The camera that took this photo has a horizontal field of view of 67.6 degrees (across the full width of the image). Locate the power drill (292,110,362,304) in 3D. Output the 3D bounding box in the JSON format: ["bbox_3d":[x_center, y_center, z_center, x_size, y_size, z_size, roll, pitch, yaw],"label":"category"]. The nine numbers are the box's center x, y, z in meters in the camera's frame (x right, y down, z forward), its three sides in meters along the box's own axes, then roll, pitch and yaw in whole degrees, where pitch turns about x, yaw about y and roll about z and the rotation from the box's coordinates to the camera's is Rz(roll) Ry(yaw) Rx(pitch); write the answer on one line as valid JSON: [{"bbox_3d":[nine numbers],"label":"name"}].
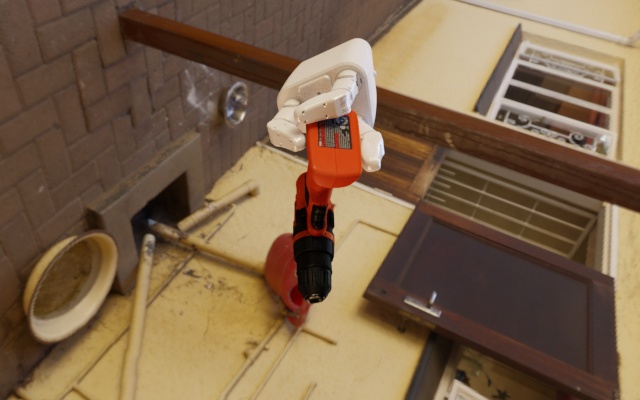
[{"bbox_3d":[0.000,0.001,0.547,0.057,0.184,0.188,3,-37,-10],"label":"power drill"}]
